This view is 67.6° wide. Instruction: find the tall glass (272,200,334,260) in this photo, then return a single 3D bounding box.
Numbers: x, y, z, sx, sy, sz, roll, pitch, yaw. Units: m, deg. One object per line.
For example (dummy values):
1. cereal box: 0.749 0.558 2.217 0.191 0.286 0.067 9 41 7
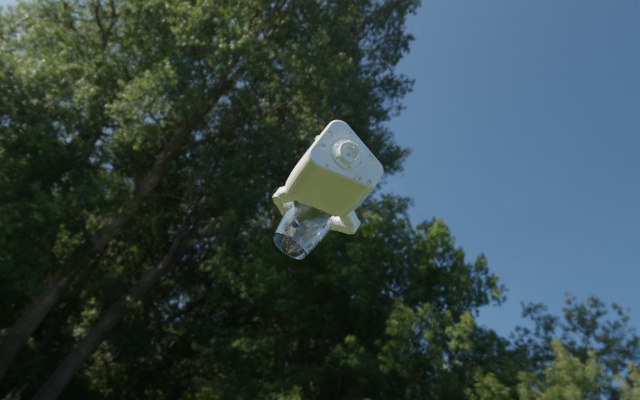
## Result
1. tall glass: 0.000 0.002 0.787 0.079 0.079 0.201 0 44 44
